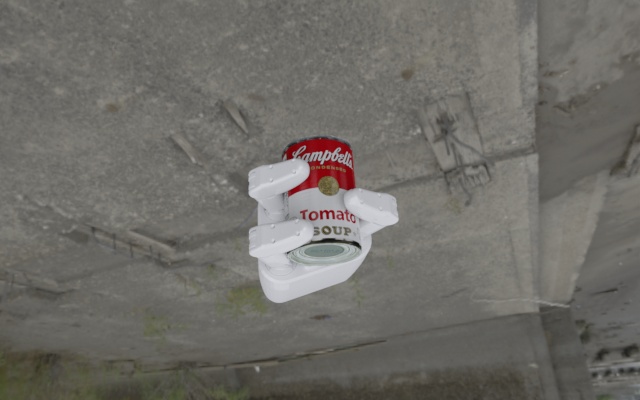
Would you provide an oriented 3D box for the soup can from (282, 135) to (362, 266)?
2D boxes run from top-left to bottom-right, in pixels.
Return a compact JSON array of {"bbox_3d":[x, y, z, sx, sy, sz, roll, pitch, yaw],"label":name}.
[{"bbox_3d":[0.000,0.001,0.434,0.068,0.102,0.068,-3,-24,-1],"label":"soup can"}]
